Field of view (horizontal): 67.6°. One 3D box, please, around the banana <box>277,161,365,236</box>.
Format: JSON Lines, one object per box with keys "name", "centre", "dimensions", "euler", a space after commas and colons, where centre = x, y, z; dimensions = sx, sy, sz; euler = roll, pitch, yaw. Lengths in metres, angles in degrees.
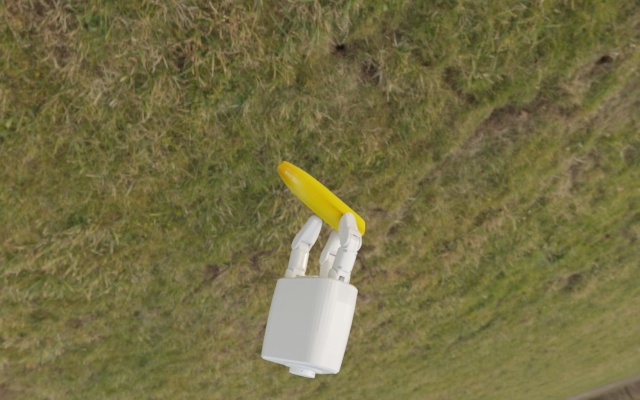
{"name": "banana", "centre": [0.013, 0.011, 0.675], "dimensions": [0.069, 0.037, 0.198], "euler": [35, -3, 45]}
